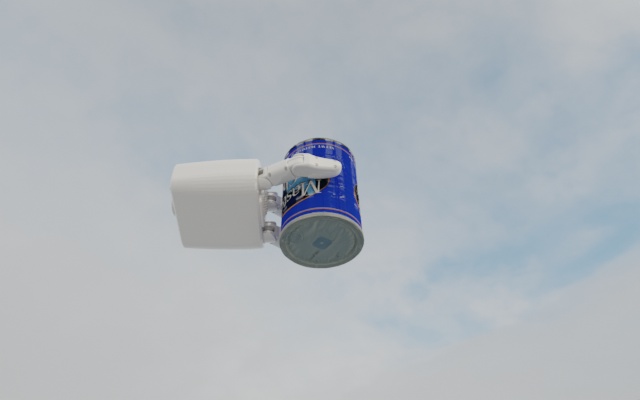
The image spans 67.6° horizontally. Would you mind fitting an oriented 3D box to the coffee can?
[{"bbox_3d":[0.000,0.002,0.623,0.103,0.140,0.103,-1,-43,-1],"label":"coffee can"}]
